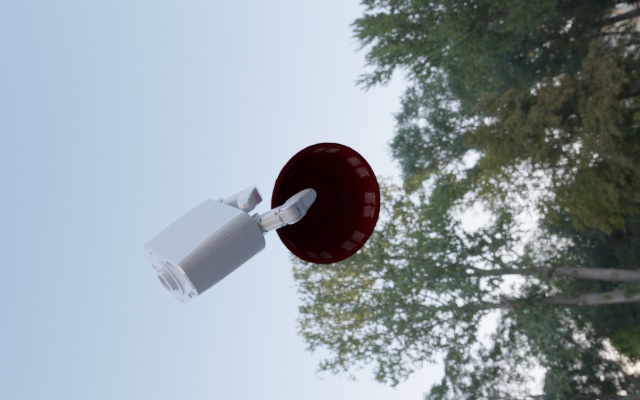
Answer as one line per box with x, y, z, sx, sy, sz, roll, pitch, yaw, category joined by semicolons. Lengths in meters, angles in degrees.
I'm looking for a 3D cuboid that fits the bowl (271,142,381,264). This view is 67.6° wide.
0.001;0.002;0.648;0.162;0.162;0.055;0;6;-26;bowl
